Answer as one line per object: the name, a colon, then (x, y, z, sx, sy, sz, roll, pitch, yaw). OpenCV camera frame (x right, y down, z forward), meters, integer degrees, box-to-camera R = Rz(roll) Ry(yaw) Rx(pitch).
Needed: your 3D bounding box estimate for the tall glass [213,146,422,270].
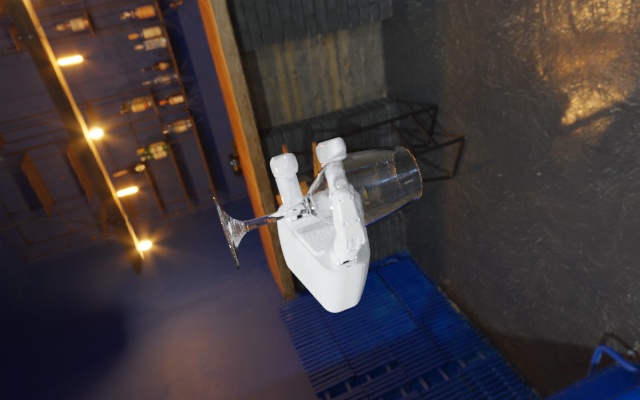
tall glass: (-0.001, 0.002, 0.484, 0.201, 0.079, 0.079, -18, 4, -13)
